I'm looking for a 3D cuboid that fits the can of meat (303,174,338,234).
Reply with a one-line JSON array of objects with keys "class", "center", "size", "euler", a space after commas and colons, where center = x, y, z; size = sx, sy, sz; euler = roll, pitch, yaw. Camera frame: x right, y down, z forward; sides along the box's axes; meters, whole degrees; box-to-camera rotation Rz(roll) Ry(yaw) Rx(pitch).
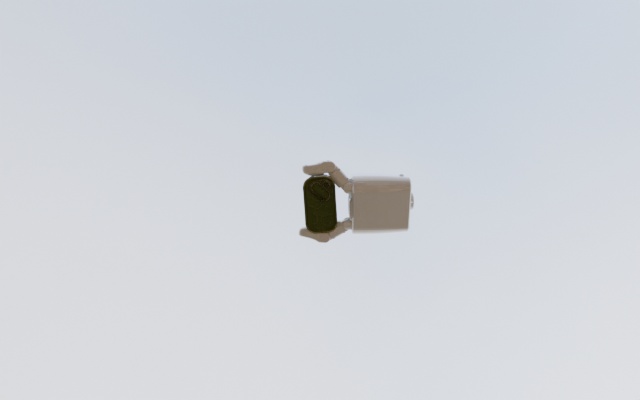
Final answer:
[{"class": "can of meat", "center": [0.000, 0.003, 0.880], "size": [0.057, 0.102, 0.084], "euler": [-4, 8, 1]}]
